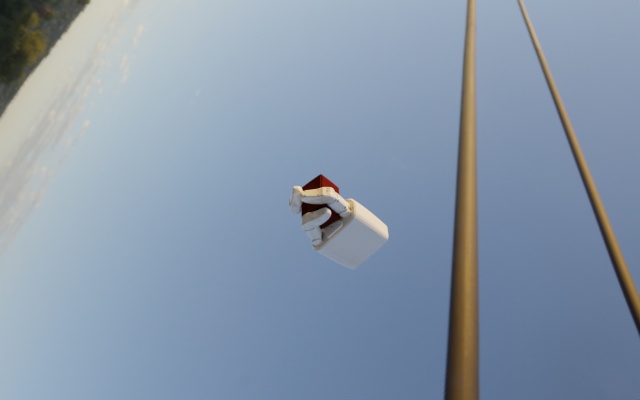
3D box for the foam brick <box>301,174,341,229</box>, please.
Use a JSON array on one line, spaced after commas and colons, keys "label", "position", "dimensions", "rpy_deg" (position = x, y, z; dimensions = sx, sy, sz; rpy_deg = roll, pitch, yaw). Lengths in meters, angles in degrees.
[{"label": "foam brick", "position": [0.000, 0.003, 0.885], "dimensions": [0.053, 0.078, 0.051], "rpy_deg": [-32, -49, 32]}]
